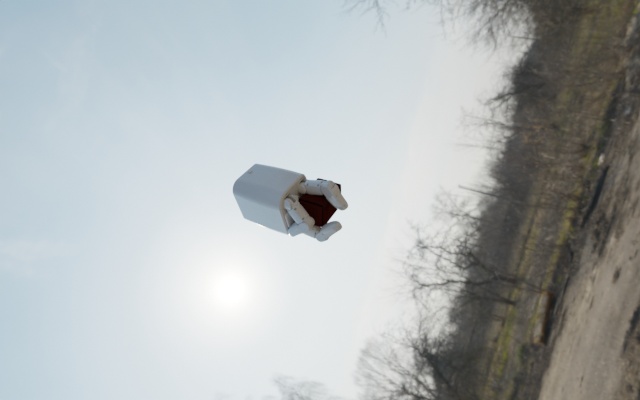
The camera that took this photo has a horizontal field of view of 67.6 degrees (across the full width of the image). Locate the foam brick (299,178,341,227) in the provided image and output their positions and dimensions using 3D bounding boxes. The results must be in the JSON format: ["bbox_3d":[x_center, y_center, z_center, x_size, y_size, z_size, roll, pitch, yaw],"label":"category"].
[{"bbox_3d":[0.000,0.003,0.889,0.051,0.053,0.078,16,40,22],"label":"foam brick"}]
